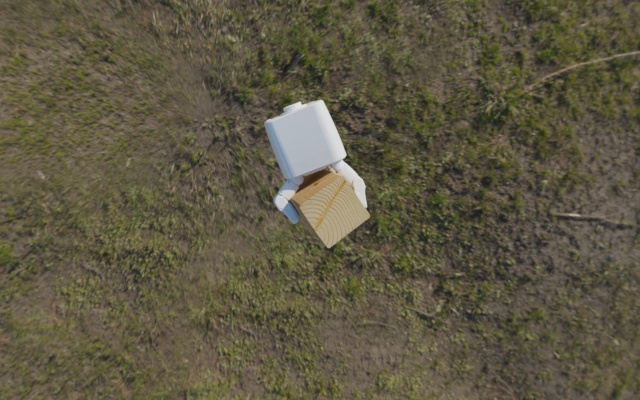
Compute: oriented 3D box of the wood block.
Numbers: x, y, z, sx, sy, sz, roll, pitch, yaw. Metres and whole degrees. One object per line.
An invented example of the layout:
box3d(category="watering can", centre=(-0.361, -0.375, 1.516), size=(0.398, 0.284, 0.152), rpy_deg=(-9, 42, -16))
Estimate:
box3d(category="wood block", centre=(0.000, 0.003, 0.870), size=(0.091, 0.090, 0.206), rpy_deg=(-36, 15, -5))
